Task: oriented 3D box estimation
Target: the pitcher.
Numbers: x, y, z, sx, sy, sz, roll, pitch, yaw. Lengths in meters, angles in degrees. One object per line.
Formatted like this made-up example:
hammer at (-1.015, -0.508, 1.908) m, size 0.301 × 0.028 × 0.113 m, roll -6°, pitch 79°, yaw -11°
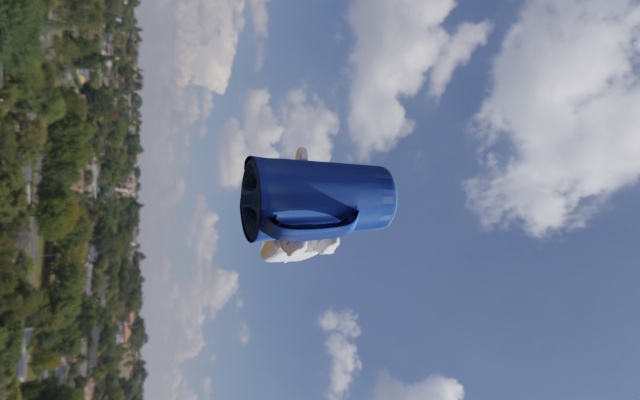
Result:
pitcher at (0.000, 0.002, 0.763) m, size 0.243 × 0.149 × 0.145 m, roll -1°, pitch -17°, yaw -22°
